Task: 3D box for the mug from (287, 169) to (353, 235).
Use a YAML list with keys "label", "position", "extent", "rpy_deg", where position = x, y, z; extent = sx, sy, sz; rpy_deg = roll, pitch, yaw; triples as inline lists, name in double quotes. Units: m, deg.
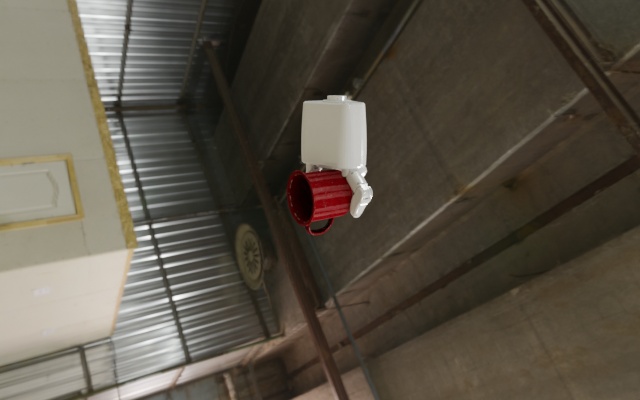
- label: "mug"
  position: [0.000, 0.004, 0.811]
  extent: [0.081, 0.117, 0.093]
  rpy_deg: [-9, 19, -30]
